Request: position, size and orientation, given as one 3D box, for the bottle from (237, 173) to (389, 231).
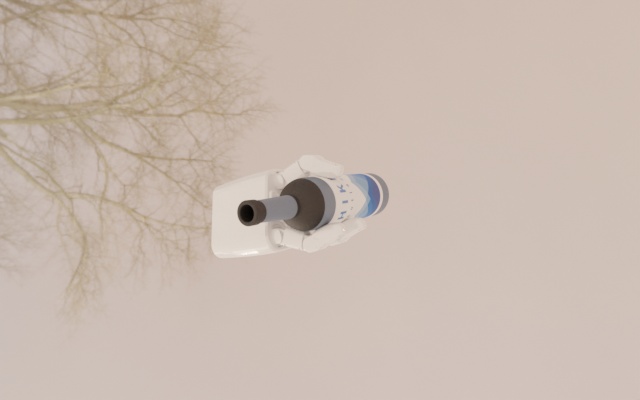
[{"bbox_3d":[0.000,0.002,0.617,0.069,0.069,0.295,0,4,31],"label":"bottle"}]
